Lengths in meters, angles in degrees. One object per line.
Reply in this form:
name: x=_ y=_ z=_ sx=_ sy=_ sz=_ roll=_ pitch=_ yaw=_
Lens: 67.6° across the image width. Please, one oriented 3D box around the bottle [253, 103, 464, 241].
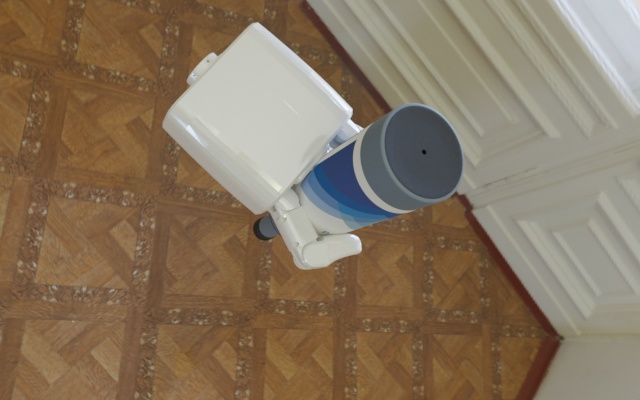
bottle: x=0.000 y=0.001 z=0.429 sx=0.069 sy=0.069 sz=0.296 roll=0 pitch=-13 yaw=-27
